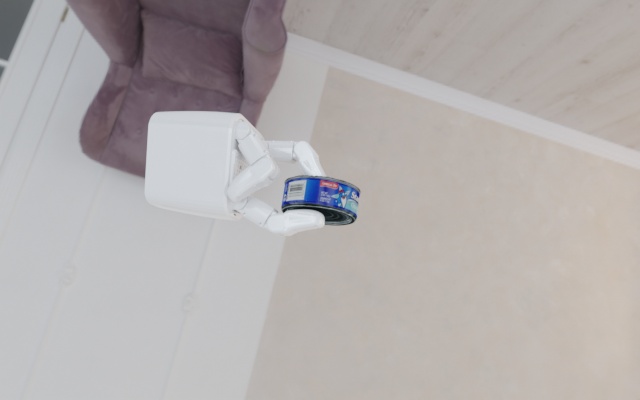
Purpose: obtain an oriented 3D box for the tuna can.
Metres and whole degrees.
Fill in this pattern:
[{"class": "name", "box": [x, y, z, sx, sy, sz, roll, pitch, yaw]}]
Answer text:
[{"class": "tuna can", "box": [0.000, 0.002, 0.528, 0.086, 0.033, 0.086, 7, -15, 2]}]
